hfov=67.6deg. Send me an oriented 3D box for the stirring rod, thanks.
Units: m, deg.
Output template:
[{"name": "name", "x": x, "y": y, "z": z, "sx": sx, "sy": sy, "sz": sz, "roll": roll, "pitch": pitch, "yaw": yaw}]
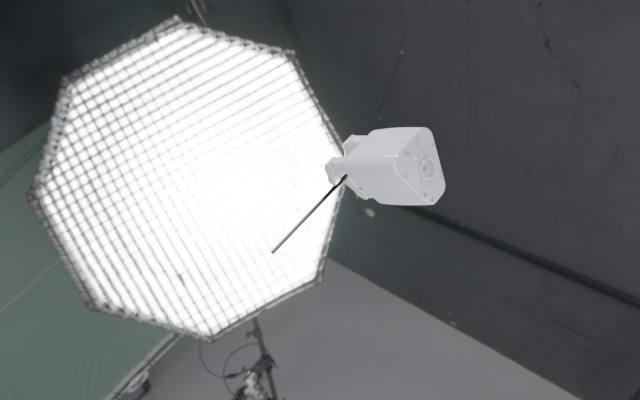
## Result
[{"name": "stirring rod", "x": 0.000, "y": 0.003, "z": 0.795, "sx": 0.239, "sy": 0.011, "sz": 0.011, "roll": -46, "pitch": 23, "yaw": -24}]
